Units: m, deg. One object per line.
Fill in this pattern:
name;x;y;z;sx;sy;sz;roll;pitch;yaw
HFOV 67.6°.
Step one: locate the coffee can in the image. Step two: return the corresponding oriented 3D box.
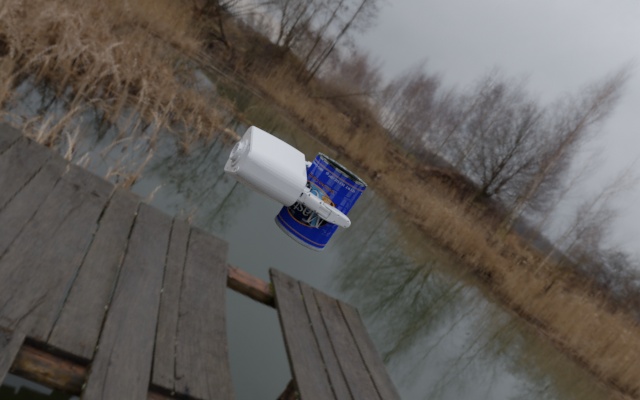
coffee can;0.000;0.003;0.833;0.103;0.140;0.102;33;10;-6
